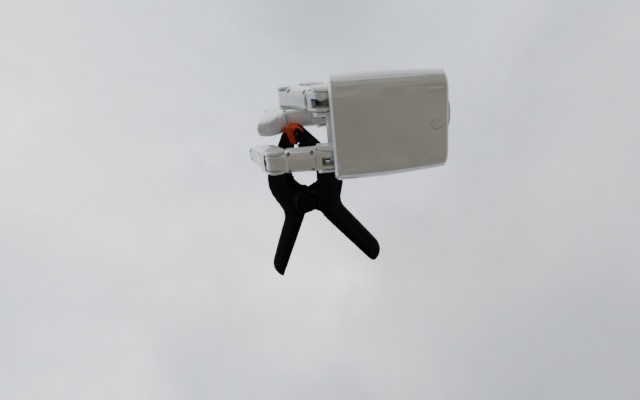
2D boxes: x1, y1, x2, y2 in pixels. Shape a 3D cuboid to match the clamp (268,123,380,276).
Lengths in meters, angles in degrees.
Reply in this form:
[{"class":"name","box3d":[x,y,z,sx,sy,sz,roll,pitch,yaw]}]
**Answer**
[{"class":"clamp","box3d":[0.000,0.001,0.512,0.120,0.171,0.039,-5,23,2]}]
